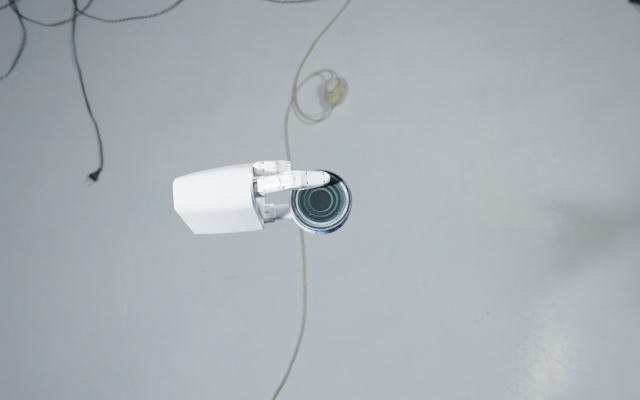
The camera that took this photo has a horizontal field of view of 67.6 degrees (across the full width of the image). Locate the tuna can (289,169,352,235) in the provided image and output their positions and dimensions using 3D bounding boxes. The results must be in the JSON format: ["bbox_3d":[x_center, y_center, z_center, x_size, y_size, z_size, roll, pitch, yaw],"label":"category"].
[{"bbox_3d":[0.000,0.002,0.646,0.086,0.086,0.034,0,-12,-1],"label":"tuna can"}]
